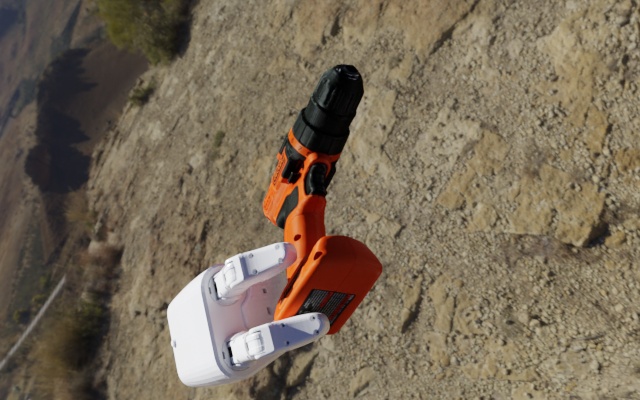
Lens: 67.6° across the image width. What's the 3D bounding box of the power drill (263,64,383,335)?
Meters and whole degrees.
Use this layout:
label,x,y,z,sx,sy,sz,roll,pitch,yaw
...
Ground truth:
label,x,y,z,sx,sy,sz,roll,pitch,yaw
power drill,0.000,0.002,0.405,0.057,0.184,0.187,11,42,-18
